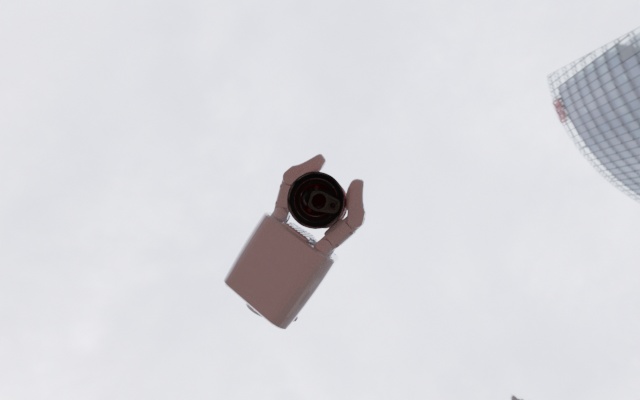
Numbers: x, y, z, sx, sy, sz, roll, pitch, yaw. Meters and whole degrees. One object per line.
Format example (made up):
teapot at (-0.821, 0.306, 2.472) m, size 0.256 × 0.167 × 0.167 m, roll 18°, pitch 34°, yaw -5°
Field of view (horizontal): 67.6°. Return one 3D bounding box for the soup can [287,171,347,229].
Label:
soup can at (0.000, 0.002, 0.607) m, size 0.068 × 0.068 × 0.102 m, roll 0°, pitch -3°, yaw 7°
